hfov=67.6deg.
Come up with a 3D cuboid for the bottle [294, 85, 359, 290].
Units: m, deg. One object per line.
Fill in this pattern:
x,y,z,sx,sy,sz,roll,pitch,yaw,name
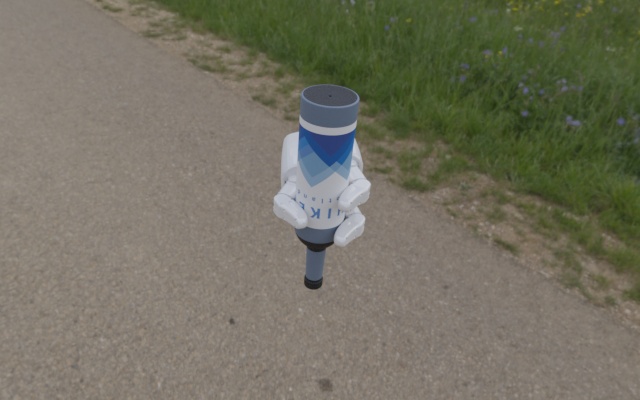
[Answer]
0.000,0.002,0.622,0.069,0.296,0.069,4,35,-2,bottle
